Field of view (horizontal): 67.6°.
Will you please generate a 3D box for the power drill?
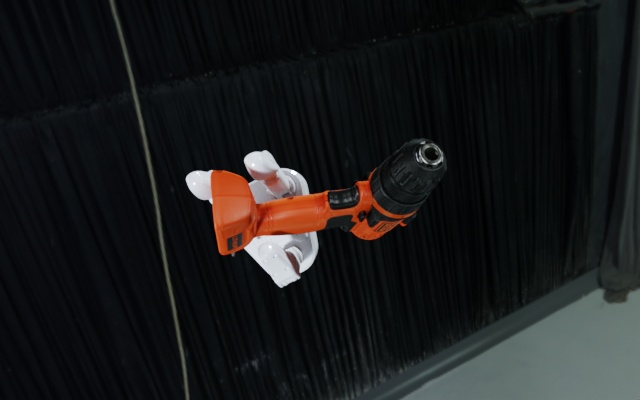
[{"bbox_3d":[0.000,0.001,0.424,0.187,0.057,0.184,-4,-20,-12],"label":"power drill"}]
